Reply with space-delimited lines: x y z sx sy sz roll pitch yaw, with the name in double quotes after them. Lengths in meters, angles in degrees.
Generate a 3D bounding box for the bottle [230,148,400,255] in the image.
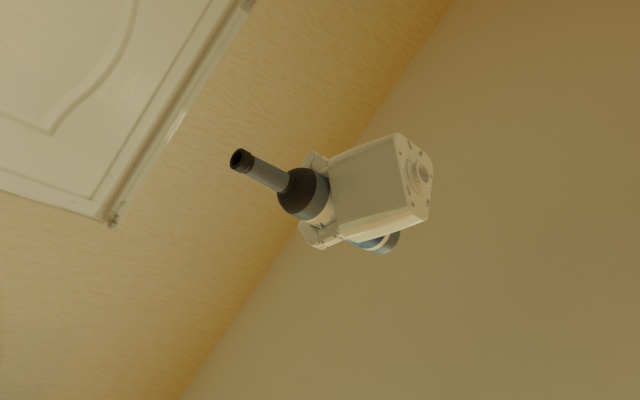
0.000 0.002 0.655 0.069 0.069 0.296 0 -20 45 "bottle"
